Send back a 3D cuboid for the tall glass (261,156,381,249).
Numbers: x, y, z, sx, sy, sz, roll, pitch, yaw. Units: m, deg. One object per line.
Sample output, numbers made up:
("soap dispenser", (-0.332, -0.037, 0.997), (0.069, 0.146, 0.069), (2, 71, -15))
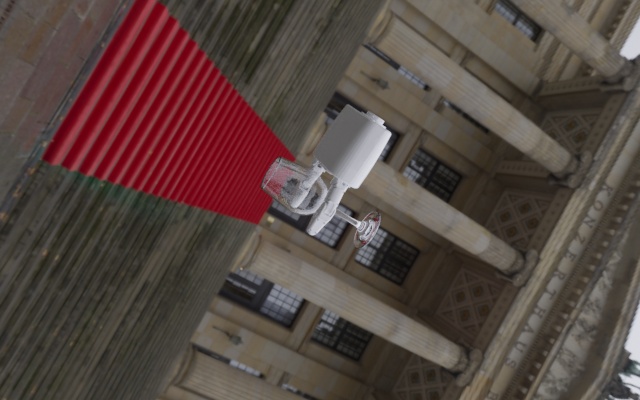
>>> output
("tall glass", (0.001, 0.003, 0.807), (0.201, 0.079, 0.079), (30, -10, -17))
